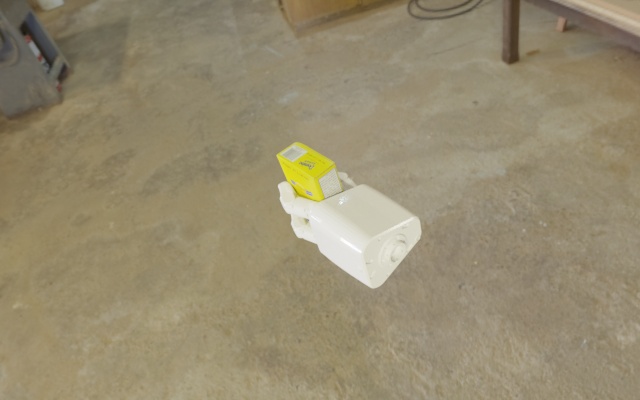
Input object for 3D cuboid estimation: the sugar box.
[{"bbox_3d":[0.000,0.003,0.723,0.048,0.176,0.093,-36,44,-20],"label":"sugar box"}]
